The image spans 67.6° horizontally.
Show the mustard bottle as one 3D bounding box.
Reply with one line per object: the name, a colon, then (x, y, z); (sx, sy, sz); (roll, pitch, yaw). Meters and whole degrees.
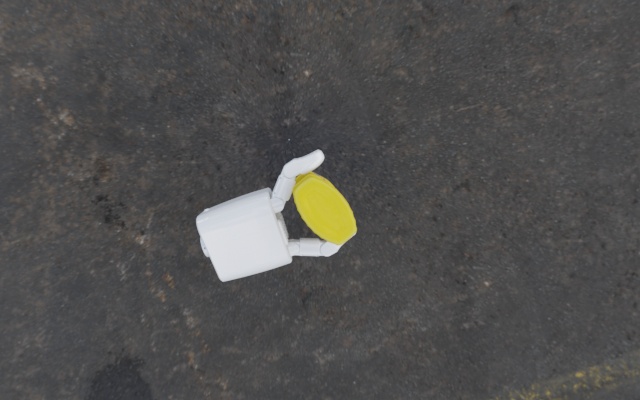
mustard bottle: (0.000, 0.002, 0.686); (0.058, 0.096, 0.191); (-41, 8, 2)
